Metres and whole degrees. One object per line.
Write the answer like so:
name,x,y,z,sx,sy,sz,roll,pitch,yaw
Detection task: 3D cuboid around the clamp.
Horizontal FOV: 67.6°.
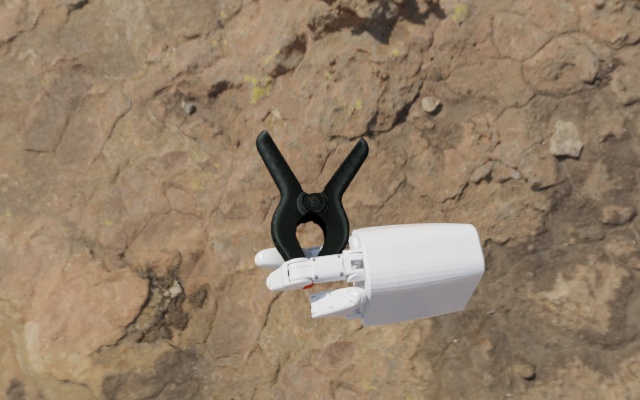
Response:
clamp,0.000,0.002,0.489,0.120,0.171,0.039,-7,-18,-3
